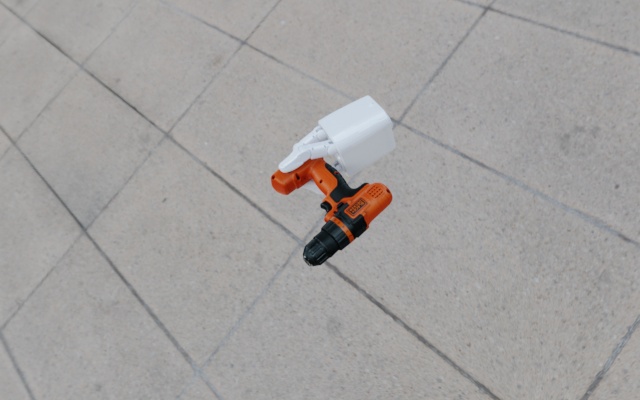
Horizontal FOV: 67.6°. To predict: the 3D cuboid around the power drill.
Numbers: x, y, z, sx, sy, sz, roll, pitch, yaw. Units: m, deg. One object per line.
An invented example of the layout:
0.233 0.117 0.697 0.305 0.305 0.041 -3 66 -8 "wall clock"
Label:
0.000 0.002 0.816 0.187 0.184 0.057 41 -18 29 "power drill"
